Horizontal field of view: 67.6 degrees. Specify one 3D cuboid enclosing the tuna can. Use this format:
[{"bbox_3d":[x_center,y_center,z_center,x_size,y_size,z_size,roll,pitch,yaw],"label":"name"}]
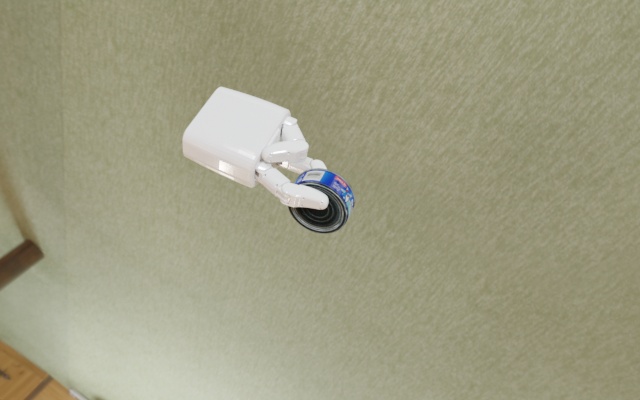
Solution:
[{"bbox_3d":[0.000,0.002,0.628,0.086,0.086,0.033,0,36,24],"label":"tuna can"}]
